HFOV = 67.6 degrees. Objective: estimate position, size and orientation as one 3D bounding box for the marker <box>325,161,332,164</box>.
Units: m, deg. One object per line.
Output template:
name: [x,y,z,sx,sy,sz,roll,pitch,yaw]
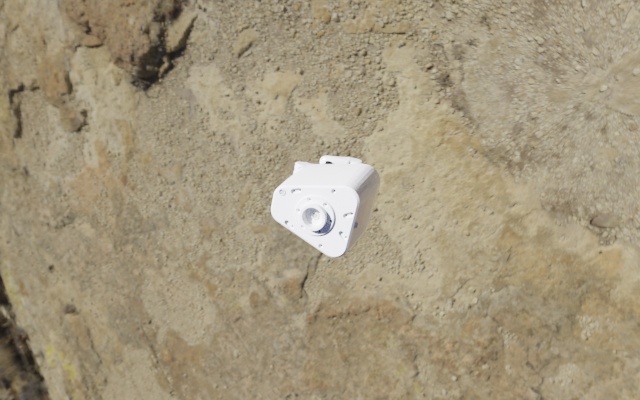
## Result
marker: [0.000,0.002,0.679,0.020,0.121,0.020,11,20,-4]
